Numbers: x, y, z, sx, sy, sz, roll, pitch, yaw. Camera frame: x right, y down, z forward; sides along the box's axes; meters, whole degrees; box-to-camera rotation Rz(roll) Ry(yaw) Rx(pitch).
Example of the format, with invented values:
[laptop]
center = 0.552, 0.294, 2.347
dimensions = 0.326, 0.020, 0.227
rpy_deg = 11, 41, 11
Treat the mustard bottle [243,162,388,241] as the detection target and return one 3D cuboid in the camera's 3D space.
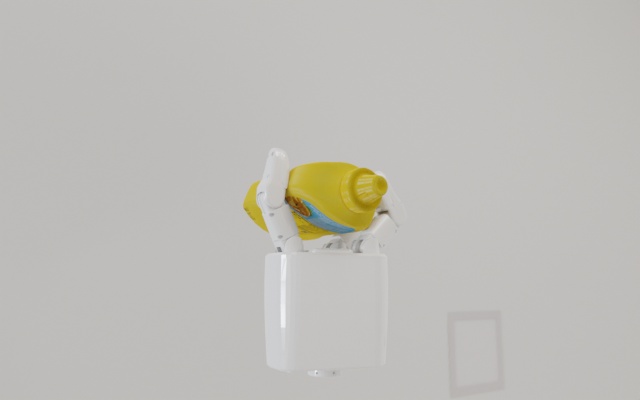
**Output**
[mustard bottle]
center = 0.000, 0.001, 0.490
dimensions = 0.096, 0.058, 0.191
rpy_deg = 32, -24, -24
